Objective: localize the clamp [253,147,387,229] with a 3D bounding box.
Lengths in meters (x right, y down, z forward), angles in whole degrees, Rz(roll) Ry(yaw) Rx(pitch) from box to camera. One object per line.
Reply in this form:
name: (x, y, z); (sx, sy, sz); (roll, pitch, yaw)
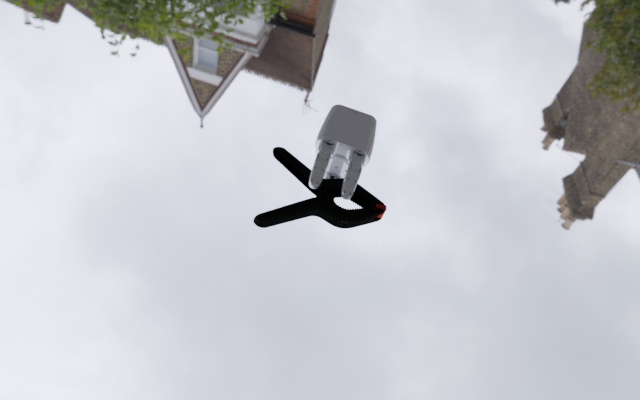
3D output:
clamp: (0.001, 0.003, 0.768); (0.210, 0.164, 0.036); (19, -39, -1)
